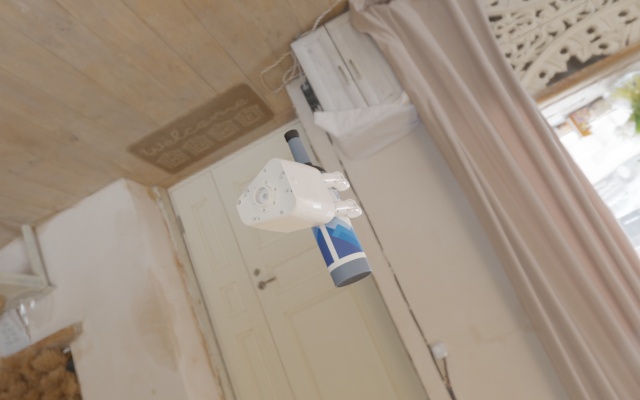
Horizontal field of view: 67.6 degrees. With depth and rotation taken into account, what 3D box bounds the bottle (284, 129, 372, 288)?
[{"bbox_3d":[0.000,0.003,0.834,0.069,0.295,0.069,-21,-20,-8],"label":"bottle"}]
